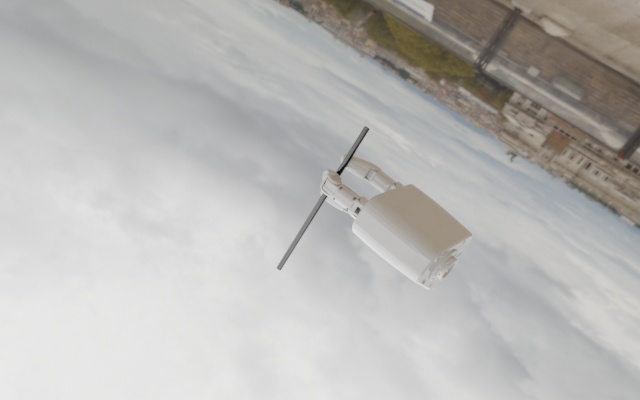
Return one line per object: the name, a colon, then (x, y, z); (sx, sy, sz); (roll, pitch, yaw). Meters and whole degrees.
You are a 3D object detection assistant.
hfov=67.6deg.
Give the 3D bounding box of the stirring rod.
stirring rod: (0.000, 0.002, 0.659); (0.011, 0.239, 0.011); (29, 18, -10)
